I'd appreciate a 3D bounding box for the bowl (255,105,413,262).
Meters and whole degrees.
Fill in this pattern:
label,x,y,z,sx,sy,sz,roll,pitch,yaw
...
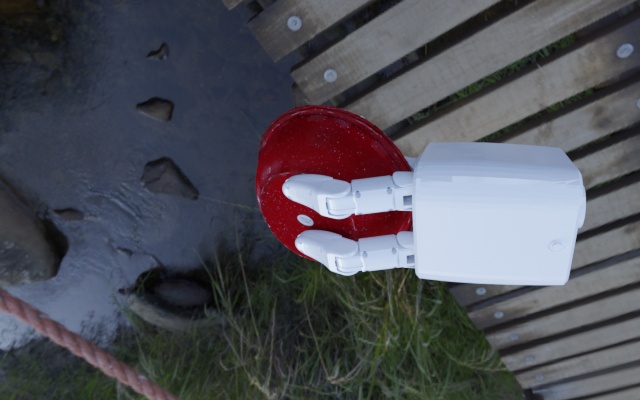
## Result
label,x,y,z,sx,sy,sz,roll,pitch,yaw
bowl,-0.001,0.002,0.421,0.162,0.162,0.055,0,32,32
